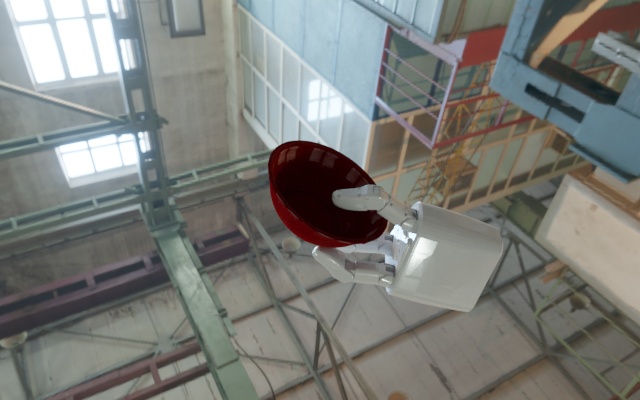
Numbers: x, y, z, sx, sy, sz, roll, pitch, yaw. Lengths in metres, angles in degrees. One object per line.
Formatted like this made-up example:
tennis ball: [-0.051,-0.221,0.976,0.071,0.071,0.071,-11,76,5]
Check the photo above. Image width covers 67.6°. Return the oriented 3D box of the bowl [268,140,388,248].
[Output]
bowl: [-0.001,0.001,0.577,0.162,0.162,0.055,0,-40,-39]
